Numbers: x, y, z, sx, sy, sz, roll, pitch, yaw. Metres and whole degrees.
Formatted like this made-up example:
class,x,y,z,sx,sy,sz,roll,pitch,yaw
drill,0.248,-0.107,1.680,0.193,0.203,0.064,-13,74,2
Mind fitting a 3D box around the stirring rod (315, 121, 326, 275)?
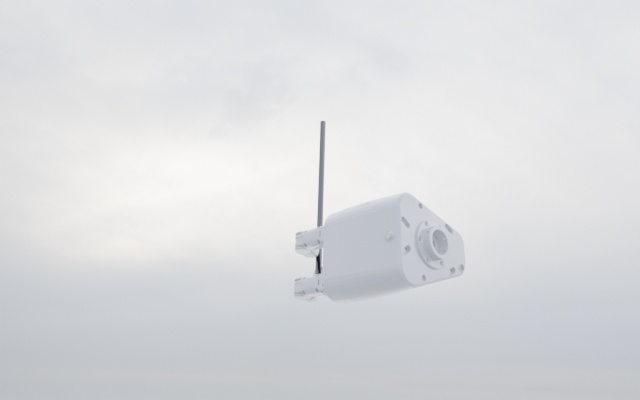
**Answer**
class,x,y,z,sx,sy,sz,roll,pitch,yaw
stirring rod,0.000,0.002,0.627,0.011,0.239,0.011,2,-21,1
